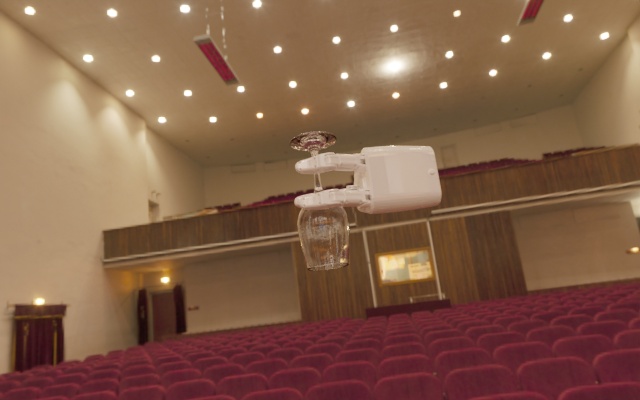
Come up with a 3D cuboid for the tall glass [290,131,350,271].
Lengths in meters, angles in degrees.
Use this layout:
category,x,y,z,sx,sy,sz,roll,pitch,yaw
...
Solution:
category,x,y,z,sx,sy,sz,roll,pitch,yaw
tall glass,0.000,0.002,0.724,0.079,0.201,0.079,-6,-14,-2
